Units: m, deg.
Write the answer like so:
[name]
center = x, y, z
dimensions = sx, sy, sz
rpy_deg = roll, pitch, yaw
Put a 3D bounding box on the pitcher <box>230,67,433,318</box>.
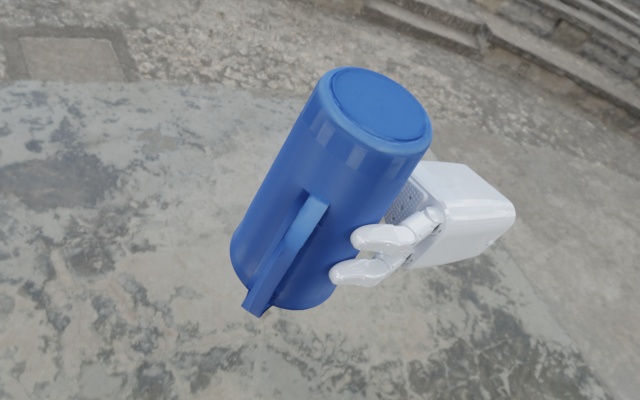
[pitcher]
center = 0.000, 0.001, 0.466
dimensions = 0.145, 0.149, 0.243
rpy_deg = 0, -39, -29
